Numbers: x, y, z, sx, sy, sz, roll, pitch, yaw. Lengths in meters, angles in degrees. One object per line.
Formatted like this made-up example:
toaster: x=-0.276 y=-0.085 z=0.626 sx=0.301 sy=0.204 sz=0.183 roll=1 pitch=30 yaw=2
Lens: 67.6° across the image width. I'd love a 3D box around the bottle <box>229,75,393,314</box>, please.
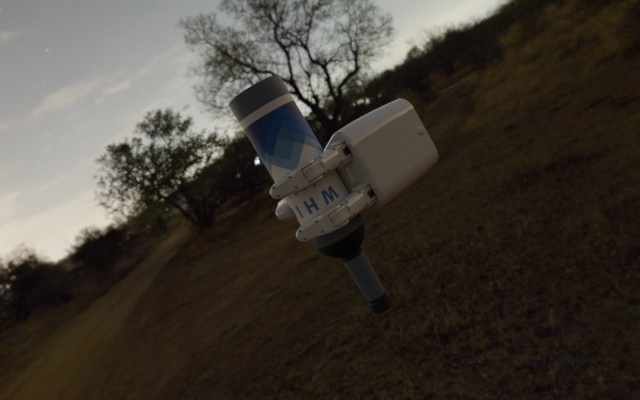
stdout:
bottle: x=0.000 y=0.002 z=0.552 sx=0.069 sy=0.296 sz=0.069 roll=-30 pitch=6 yaw=4
